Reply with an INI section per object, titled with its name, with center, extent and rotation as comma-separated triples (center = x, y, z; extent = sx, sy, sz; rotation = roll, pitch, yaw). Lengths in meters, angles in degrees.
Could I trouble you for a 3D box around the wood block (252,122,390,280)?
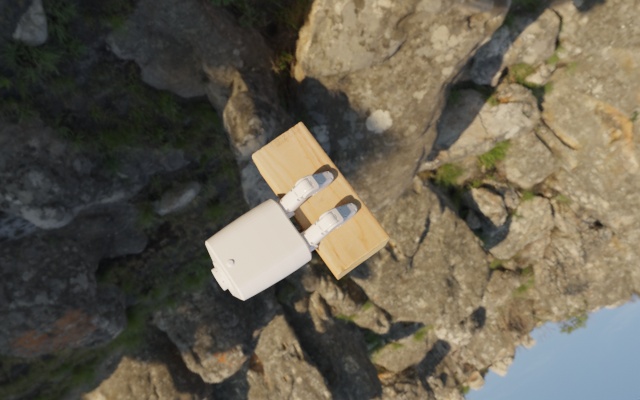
[wood block]
center = 0.000, 0.003, 0.693
extent = 0.090, 0.206, 0.091
rotation = -35, -12, -6
